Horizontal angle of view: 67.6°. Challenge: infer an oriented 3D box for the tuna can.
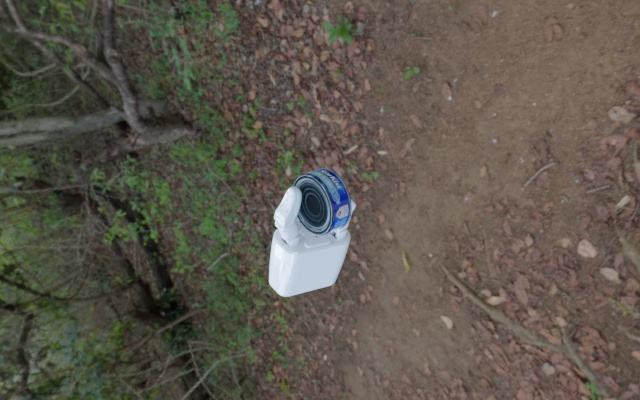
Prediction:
[{"bbox_3d":[0.000,0.002,0.634,0.033,0.086,0.086,-20,12,-37],"label":"tuna can"}]
